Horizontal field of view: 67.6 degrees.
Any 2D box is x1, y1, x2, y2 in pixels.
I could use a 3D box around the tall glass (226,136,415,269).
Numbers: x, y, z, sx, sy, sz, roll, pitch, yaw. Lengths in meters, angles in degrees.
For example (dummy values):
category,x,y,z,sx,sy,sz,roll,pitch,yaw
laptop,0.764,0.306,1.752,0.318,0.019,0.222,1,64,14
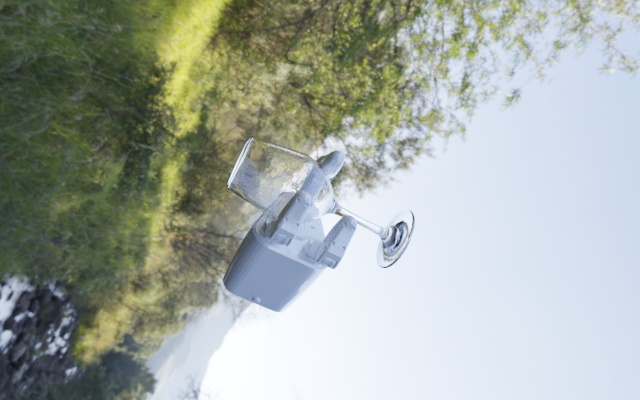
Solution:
category,x,y,z,sx,sy,sz,roll,pitch,yaw
tall glass,0.001,0.002,0.527,0.201,0.079,0.079,27,-7,-14
